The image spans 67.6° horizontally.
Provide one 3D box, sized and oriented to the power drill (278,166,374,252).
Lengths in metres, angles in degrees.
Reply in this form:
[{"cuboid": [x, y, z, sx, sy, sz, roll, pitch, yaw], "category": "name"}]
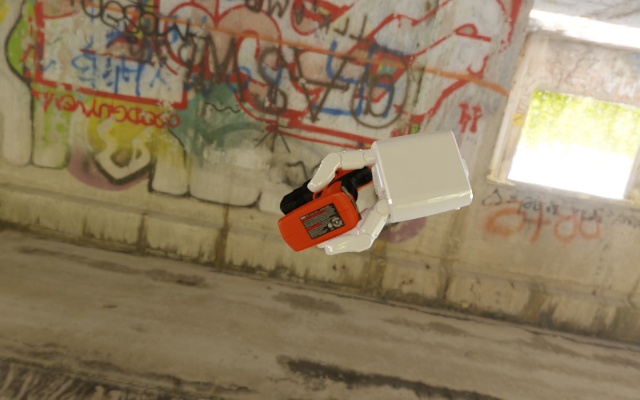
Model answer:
[{"cuboid": [0.000, 0.002, 0.696, 0.184, 0.057, 0.187, -27, 14, 21], "category": "power drill"}]
